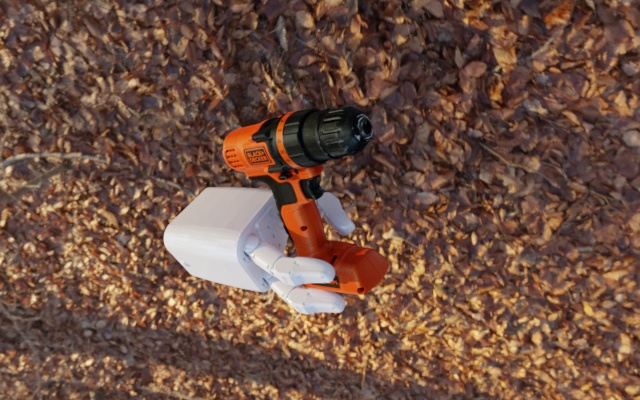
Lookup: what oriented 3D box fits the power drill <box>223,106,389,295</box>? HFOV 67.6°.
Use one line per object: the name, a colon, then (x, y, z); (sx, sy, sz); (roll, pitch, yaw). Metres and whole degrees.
power drill: (0.000, 0.002, 0.468); (0.184, 0.188, 0.057); (-1, 30, 47)
